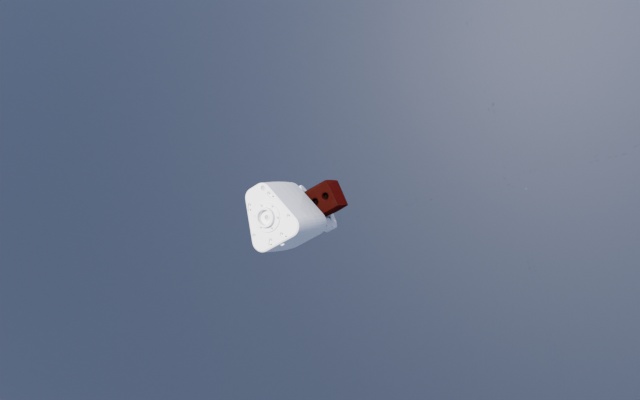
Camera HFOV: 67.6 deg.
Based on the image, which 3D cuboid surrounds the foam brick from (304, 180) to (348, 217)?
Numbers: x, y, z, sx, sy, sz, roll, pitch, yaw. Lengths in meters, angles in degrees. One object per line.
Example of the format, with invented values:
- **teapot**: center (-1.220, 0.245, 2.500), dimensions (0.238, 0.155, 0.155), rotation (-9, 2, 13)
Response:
- **foam brick**: center (0.000, 0.003, 0.867), dimensions (0.078, 0.053, 0.051), rotation (-30, -12, 21)
